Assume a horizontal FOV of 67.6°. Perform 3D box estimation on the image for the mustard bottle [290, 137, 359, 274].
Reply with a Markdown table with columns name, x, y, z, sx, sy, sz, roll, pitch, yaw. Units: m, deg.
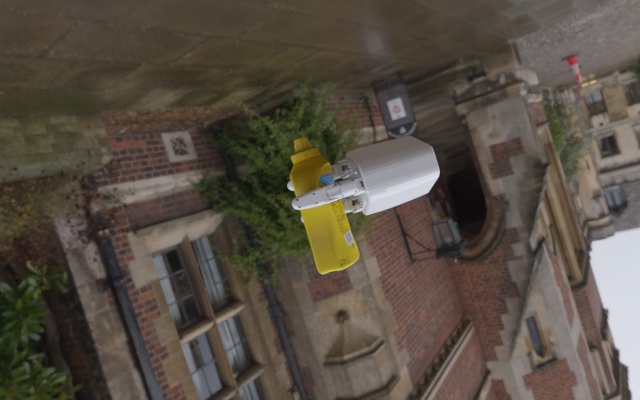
| name | x | y | z | sx | sy | sz | roll | pitch | yaw |
| --- | --- | --- | --- | --- | --- | --- | --- | --- | --- |
| mustard bottle | 0.000 | 0.003 | 0.683 | 0.058 | 0.191 | 0.096 | -17 | 2 | 21 |
